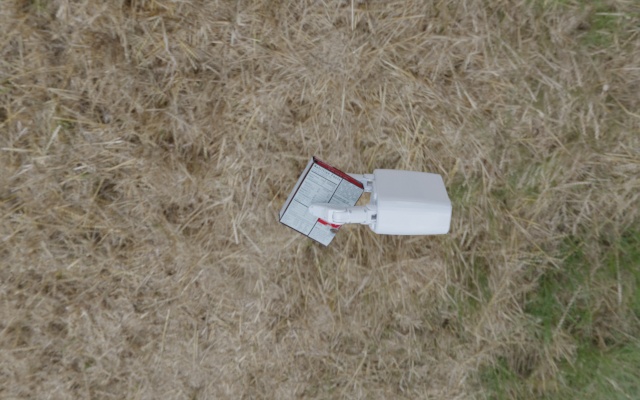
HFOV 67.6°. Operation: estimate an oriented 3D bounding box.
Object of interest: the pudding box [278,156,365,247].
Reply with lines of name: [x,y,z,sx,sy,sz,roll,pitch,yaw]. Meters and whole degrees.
pudding box: [0.000,0.002,0.723,0.090,0.113,0.039,29,14,-10]
